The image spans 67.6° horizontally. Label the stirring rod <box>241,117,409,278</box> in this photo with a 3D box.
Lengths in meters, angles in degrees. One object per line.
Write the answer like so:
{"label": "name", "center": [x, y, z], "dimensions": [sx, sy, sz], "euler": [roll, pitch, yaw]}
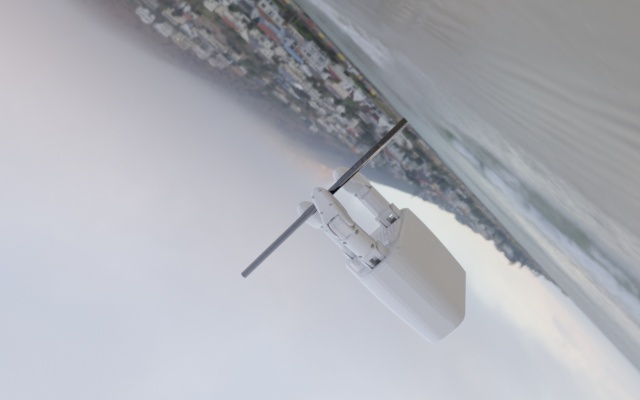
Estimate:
{"label": "stirring rod", "center": [0.000, 0.002, 0.498], "dimensions": [0.239, 0.011, 0.011], "euler": [-44, -13, 14]}
